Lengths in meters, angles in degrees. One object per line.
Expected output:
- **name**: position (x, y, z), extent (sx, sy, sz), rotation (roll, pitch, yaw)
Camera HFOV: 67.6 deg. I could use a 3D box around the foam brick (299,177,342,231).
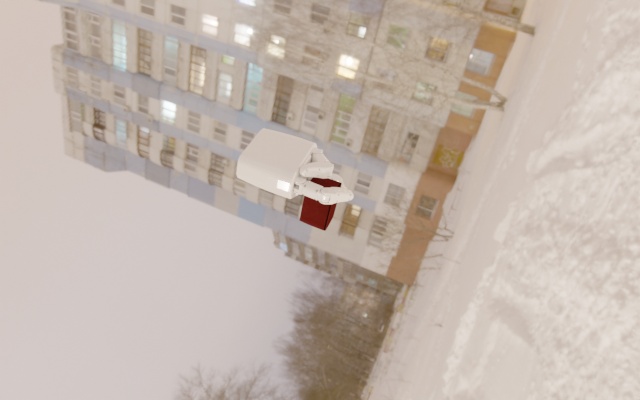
- **foam brick**: position (0.000, 0.003, 0.852), extent (0.051, 0.078, 0.053), rotation (19, 31, 10)
